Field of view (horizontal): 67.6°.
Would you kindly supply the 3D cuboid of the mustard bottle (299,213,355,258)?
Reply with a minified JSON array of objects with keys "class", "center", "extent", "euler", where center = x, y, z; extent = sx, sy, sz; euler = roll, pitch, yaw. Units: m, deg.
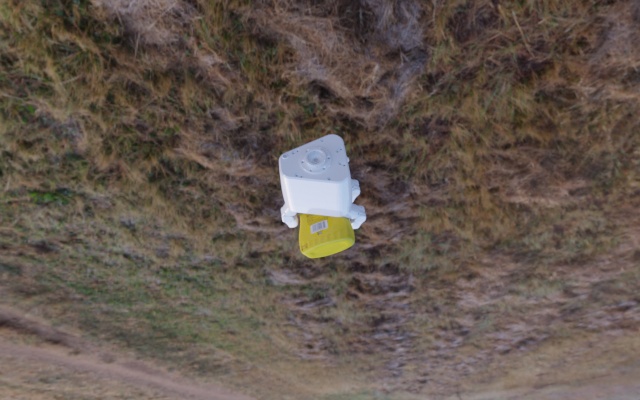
[{"class":"mustard bottle","center":[0.000,0.003,0.874],"extent":[0.096,0.191,0.058],"euler":[-21,-31,21]}]
